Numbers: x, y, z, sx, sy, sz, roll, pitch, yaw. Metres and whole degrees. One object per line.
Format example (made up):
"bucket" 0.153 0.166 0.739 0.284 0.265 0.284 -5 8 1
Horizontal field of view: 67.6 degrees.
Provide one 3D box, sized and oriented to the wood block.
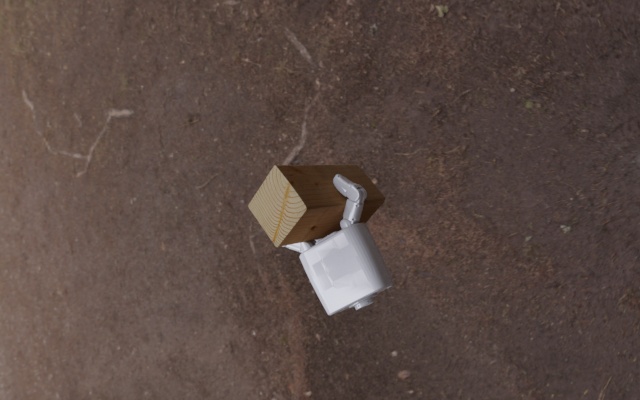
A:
"wood block" 0.000 0.003 0.780 0.206 0.090 0.091 -6 -39 -50
